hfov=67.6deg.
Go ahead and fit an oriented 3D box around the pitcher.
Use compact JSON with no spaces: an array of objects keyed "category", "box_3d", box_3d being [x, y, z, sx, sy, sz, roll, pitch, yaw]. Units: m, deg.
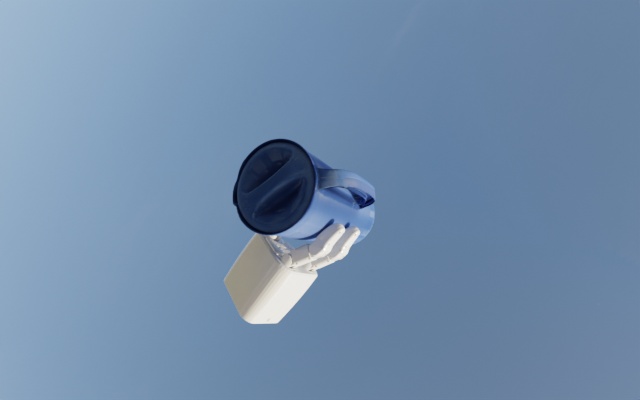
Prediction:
[{"category":"pitcher","box_3d":[0.000,0.003,0.731,0.149,0.145,0.243,41,10,30]}]
